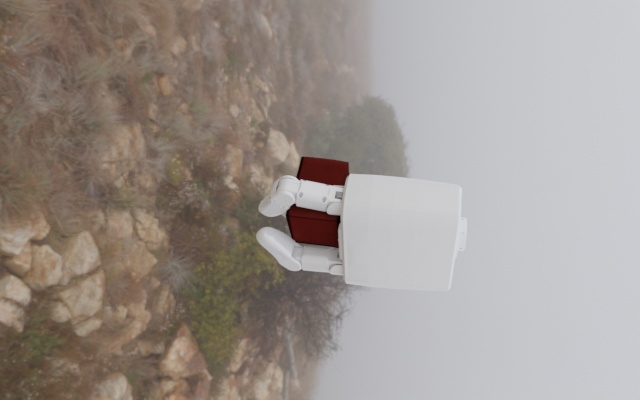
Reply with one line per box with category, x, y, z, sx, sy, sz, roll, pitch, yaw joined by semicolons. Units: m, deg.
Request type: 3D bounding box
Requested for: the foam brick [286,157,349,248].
foam brick;0.000;0.001;0.496;0.051;0.078;0.053;5;-35;11
